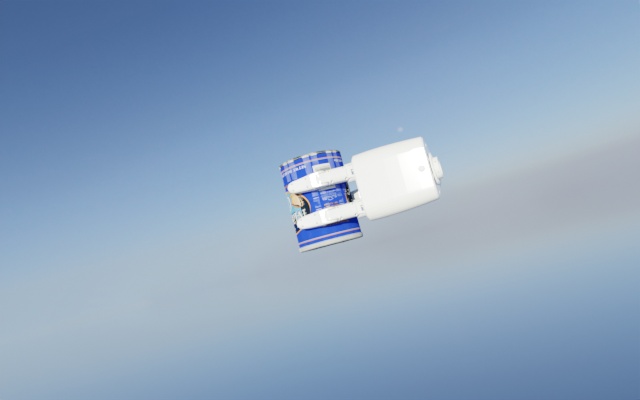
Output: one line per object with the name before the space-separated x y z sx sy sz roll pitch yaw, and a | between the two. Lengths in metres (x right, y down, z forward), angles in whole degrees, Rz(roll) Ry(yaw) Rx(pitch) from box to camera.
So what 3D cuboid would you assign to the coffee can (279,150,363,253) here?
coffee can | 0.000 0.003 0.758 0.103 0.140 0.103 -15 -6 -2
